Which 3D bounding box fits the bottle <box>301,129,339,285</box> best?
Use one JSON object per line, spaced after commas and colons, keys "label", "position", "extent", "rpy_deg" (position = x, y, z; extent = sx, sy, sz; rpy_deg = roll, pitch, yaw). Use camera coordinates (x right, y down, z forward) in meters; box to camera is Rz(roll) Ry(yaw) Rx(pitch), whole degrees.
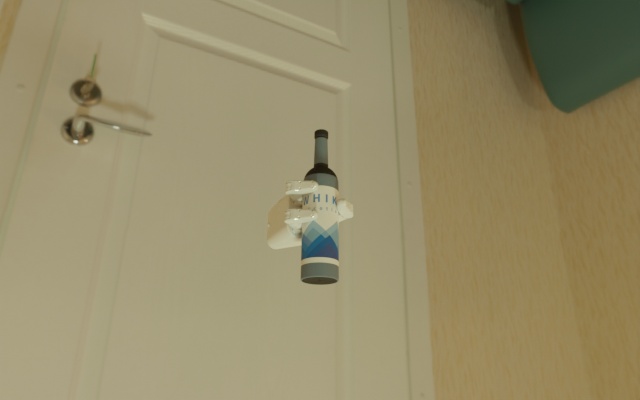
{"label": "bottle", "position": [0.000, 0.003, 0.881], "extent": [0.069, 0.295, 0.069], "rpy_deg": [1, -22, 0]}
